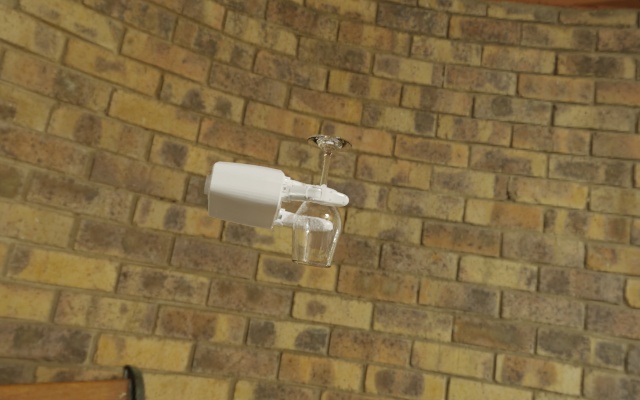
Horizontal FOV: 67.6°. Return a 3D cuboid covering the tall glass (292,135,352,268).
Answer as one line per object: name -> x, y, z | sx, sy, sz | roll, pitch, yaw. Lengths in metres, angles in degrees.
tall glass -> 0.000, 0.002, 0.757 | 0.079, 0.201, 0.079 | 8, -12, 2
